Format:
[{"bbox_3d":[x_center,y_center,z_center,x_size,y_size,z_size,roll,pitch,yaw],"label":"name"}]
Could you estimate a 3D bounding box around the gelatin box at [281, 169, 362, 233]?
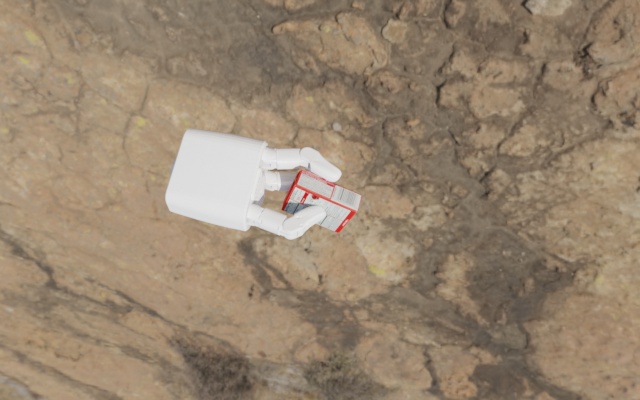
[{"bbox_3d":[0.000,0.003,0.628,0.089,0.030,0.073,23,-31,-6],"label":"gelatin box"}]
